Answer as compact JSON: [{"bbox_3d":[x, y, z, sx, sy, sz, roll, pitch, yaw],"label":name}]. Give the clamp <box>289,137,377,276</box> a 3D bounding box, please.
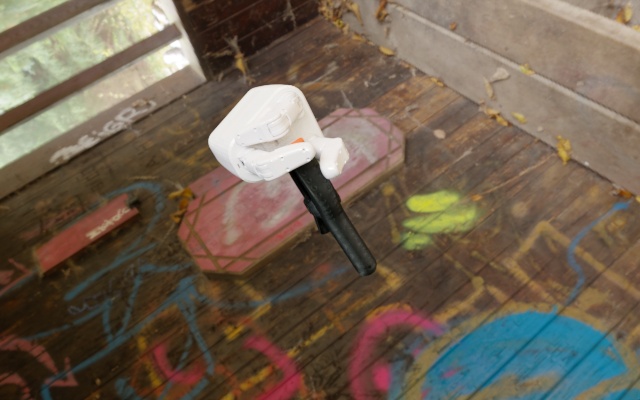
[{"bbox_3d":[0.000,0.002,0.546,0.039,0.171,0.120,-35,26,-15],"label":"clamp"}]
